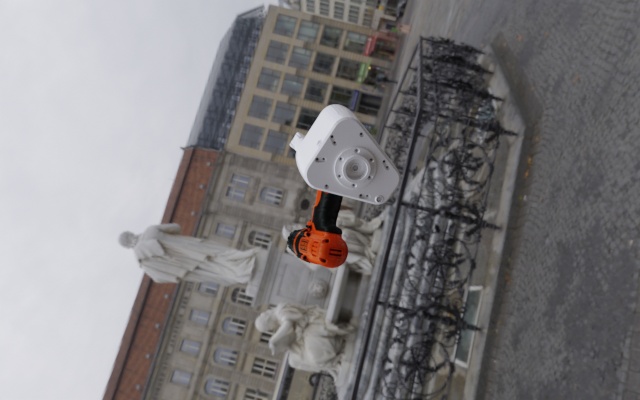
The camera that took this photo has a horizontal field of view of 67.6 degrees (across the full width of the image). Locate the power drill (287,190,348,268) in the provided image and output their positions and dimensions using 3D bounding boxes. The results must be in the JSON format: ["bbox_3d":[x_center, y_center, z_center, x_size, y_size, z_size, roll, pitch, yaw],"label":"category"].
[{"bbox_3d":[0.000,0.002,0.722,0.057,0.187,0.184,8,-2,-22],"label":"power drill"}]
